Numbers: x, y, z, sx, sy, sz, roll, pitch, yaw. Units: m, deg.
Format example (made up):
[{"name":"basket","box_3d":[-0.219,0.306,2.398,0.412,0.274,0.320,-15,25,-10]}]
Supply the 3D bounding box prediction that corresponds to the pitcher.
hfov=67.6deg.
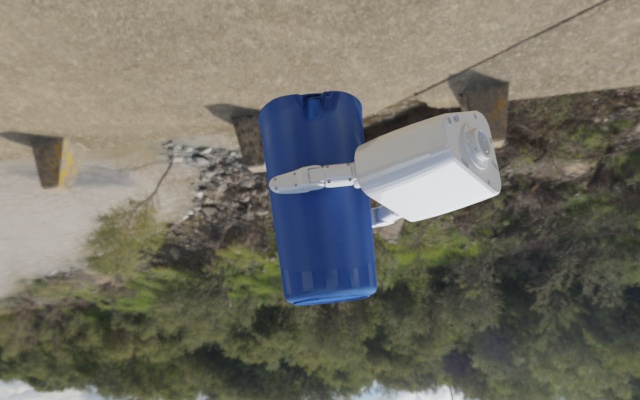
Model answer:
[{"name":"pitcher","box_3d":[0.000,0.002,0.591,0.145,0.242,0.149,-19,-20,39]}]
